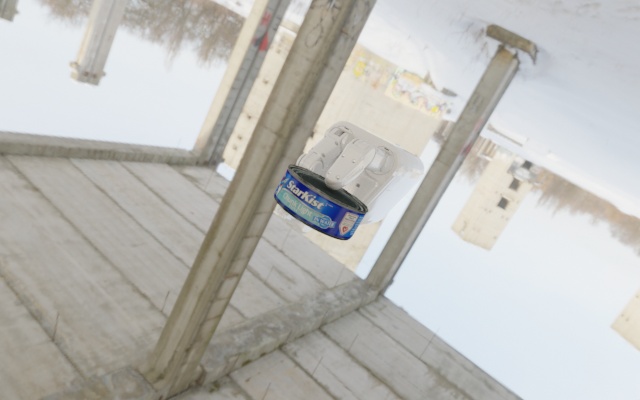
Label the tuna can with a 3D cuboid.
[{"bbox_3d":[0.000,0.002,0.448,0.086,0.034,0.086,29,11,-6],"label":"tuna can"}]
